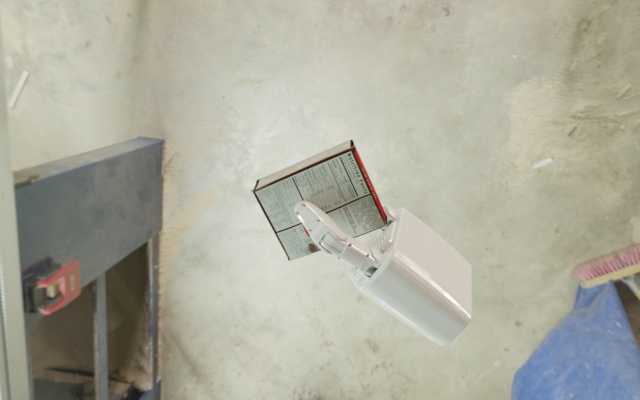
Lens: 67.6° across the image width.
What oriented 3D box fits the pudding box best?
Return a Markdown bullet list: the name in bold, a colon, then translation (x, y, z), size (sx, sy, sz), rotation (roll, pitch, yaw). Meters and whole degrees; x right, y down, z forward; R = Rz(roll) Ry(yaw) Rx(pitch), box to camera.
- **pudding box**: translation (0.000, 0.002, 0.488), size (0.113, 0.090, 0.039), rotation (-22, 17, 10)
